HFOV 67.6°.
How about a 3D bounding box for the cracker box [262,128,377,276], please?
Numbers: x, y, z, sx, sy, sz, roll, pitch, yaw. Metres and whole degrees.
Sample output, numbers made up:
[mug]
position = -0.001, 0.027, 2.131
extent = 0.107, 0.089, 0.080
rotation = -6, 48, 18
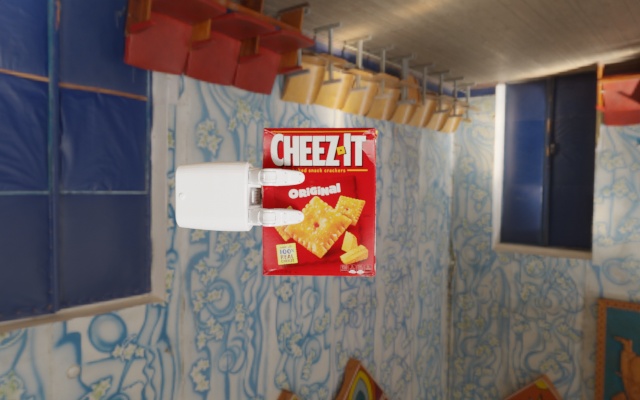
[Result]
[cracker box]
position = 0.000, 0.002, 0.699
extent = 0.164, 0.213, 0.072
rotation = 1, 2, 5
